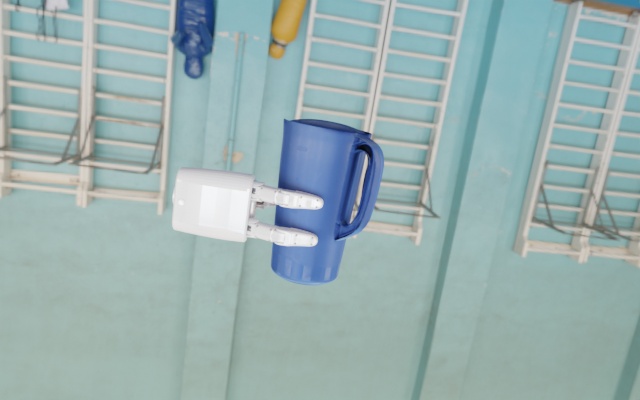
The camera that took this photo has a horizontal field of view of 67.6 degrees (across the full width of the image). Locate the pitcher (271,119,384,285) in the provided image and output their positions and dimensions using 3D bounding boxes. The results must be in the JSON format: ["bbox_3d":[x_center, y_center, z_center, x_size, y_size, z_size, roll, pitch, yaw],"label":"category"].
[{"bbox_3d":[0.000,0.002,0.724,0.145,0.243,0.149,8,12,-6],"label":"pitcher"}]
